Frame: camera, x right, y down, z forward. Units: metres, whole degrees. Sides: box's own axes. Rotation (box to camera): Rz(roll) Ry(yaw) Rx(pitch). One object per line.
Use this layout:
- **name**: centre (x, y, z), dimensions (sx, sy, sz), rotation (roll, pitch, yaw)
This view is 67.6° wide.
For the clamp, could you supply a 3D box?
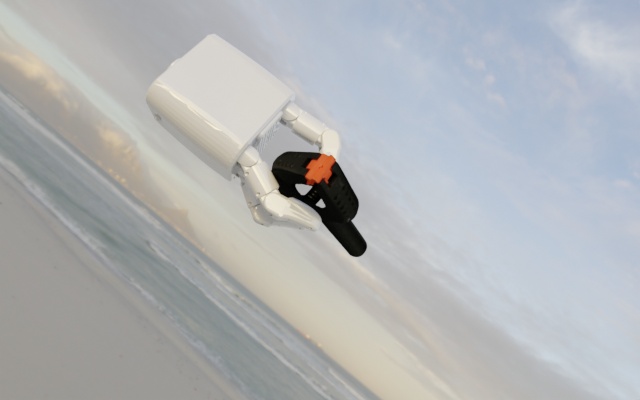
- **clamp**: centre (0.000, 0.001, 0.496), dimensions (0.164, 0.036, 0.210), rotation (36, -13, -3)
